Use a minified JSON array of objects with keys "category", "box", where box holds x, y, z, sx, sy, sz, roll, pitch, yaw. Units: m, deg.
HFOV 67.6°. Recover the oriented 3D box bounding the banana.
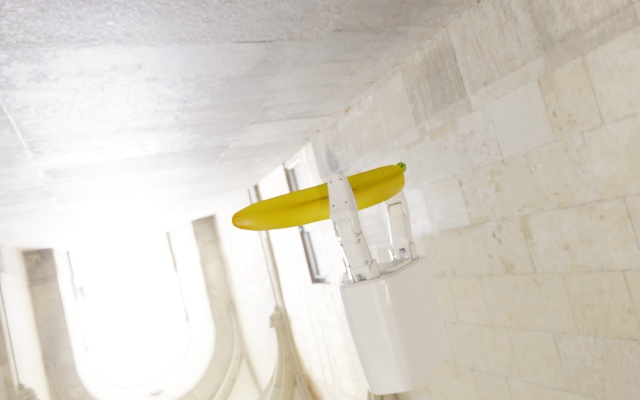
[{"category":"banana","box":[0.005,0.000,0.484,0.198,0.037,0.069,-16,1,-6]}]
